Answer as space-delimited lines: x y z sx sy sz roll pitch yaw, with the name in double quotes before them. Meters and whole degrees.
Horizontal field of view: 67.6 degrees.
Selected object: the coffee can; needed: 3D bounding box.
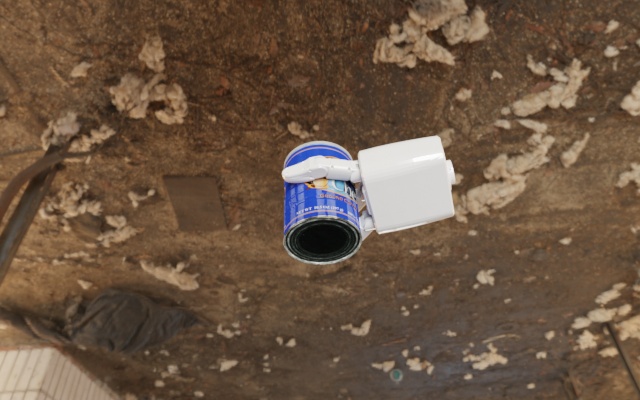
"coffee can" 0.000 0.002 0.660 0.103 0.140 0.103 -2 -42 -2
